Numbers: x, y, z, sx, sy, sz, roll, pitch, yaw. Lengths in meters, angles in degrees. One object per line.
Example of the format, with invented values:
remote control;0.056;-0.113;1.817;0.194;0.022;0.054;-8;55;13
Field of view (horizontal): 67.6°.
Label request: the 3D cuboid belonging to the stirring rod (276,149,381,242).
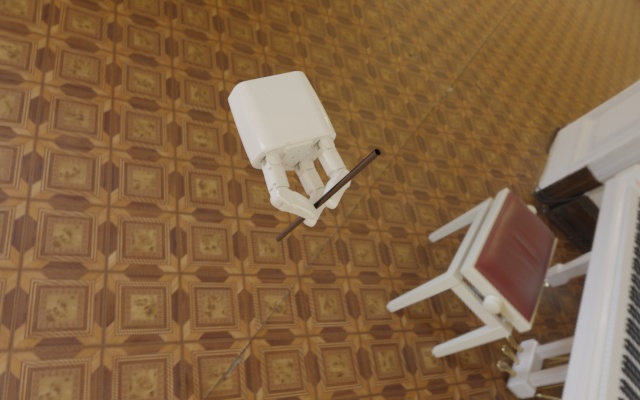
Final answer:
stirring rod;0.000;0.002;0.595;0.011;0.011;0.240;0;-26;-34
